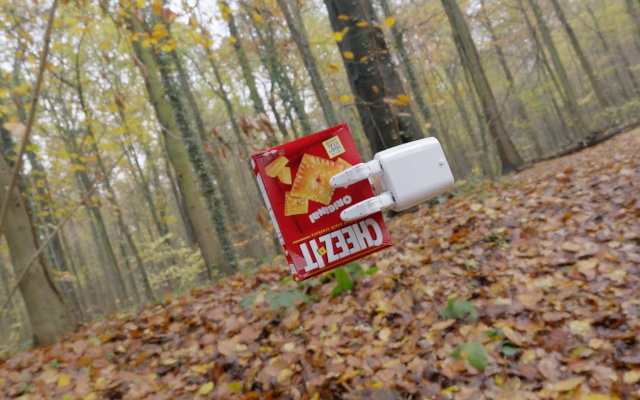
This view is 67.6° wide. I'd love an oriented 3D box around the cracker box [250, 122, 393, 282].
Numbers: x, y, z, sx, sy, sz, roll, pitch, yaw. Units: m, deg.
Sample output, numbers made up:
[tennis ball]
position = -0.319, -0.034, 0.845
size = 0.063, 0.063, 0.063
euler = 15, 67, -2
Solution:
[cracker box]
position = 0.000, 0.002, 0.769
size = 0.164, 0.213, 0.072
euler = -20, -4, -12
